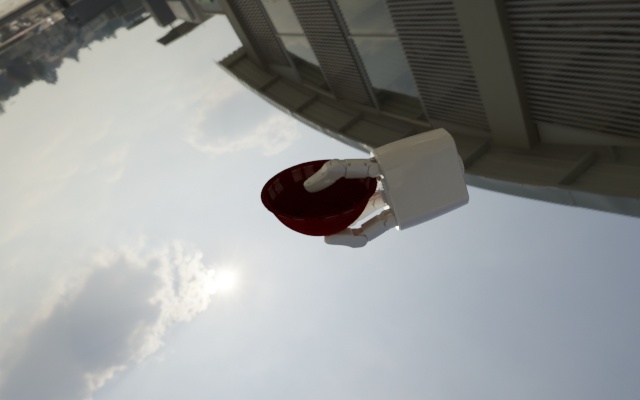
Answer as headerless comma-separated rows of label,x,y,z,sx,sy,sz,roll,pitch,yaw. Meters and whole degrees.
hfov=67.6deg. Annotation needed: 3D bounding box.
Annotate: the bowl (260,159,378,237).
bowl,-0.001,0.003,0.668,0.162,0.055,0.162,-6,31,4
